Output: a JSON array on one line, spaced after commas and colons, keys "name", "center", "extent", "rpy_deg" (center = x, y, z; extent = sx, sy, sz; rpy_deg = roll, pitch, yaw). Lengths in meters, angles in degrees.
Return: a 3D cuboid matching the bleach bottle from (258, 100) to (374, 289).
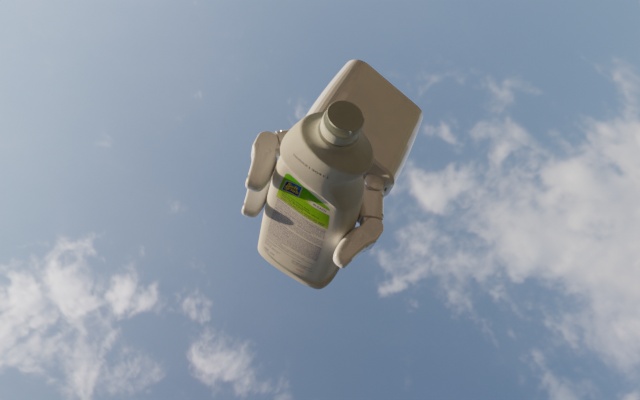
[{"name": "bleach bottle", "center": [0.000, 0.002, 0.458], "extent": [0.102, 0.068, 0.251], "rpy_deg": [29, -31, 4]}]
